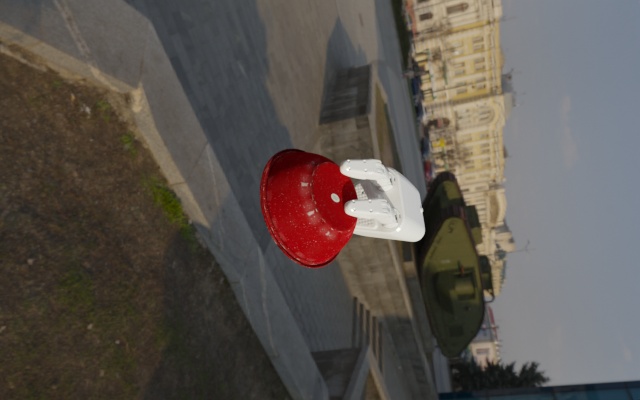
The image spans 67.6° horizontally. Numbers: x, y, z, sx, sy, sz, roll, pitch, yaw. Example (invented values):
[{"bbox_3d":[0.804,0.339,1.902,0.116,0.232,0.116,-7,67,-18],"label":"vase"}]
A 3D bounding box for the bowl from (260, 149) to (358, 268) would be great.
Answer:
[{"bbox_3d":[0.000,0.002,0.609,0.055,0.162,0.162,-20,-13,39],"label":"bowl"}]
